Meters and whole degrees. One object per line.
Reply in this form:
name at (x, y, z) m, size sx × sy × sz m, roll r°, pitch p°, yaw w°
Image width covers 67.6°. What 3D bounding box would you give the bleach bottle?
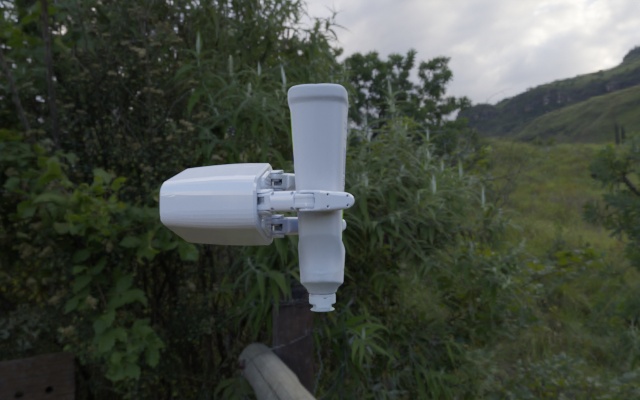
bleach bottle at (0.000, 0.002, 0.553) m, size 0.068 × 0.251 × 0.102 m, roll -1°, pitch -2°, yaw 4°
